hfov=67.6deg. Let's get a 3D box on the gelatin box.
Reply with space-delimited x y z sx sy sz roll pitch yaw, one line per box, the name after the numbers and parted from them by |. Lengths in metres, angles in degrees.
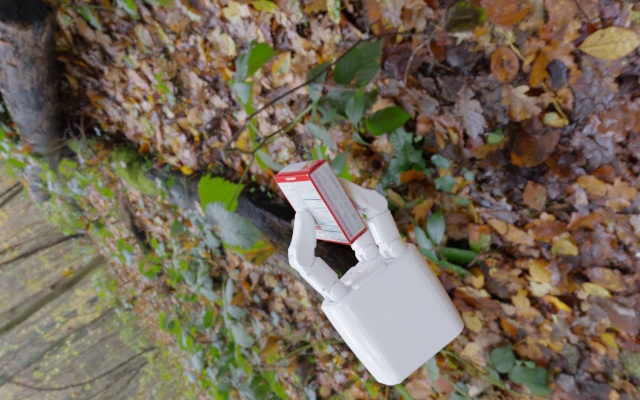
0.000 0.002 0.495 0.030 0.089 0.073 -42 20 -24 | gelatin box
